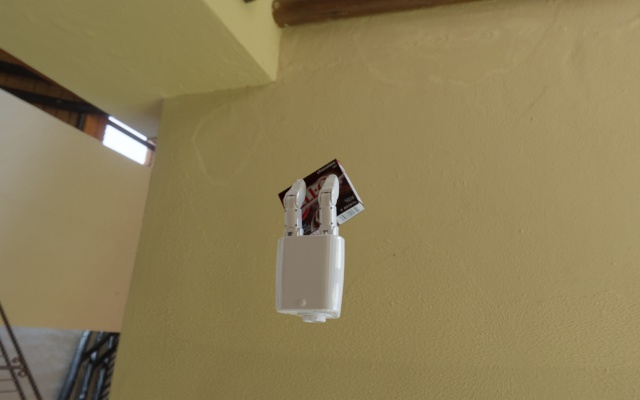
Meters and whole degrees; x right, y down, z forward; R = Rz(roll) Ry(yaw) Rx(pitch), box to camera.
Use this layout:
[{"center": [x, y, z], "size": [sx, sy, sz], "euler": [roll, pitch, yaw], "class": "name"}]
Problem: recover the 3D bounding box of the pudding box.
[{"center": [0.000, 0.003, 0.743], "size": [0.113, 0.090, 0.039], "euler": [-30, -28, 7], "class": "pudding box"}]
